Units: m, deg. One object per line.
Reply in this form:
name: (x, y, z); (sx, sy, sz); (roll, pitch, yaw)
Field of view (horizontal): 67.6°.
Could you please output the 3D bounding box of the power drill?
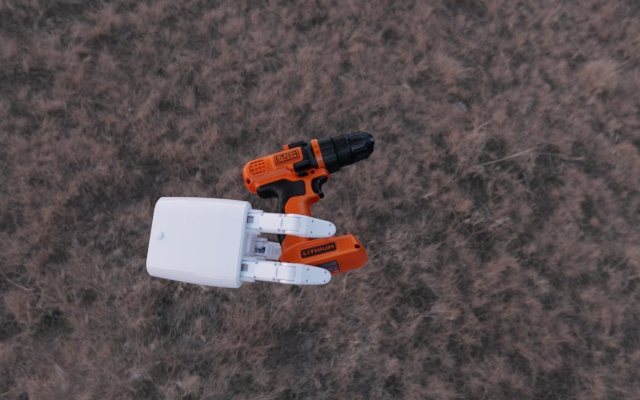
power drill: (0.000, 0.002, 0.616); (0.184, 0.187, 0.057); (-17, -33, 4)
